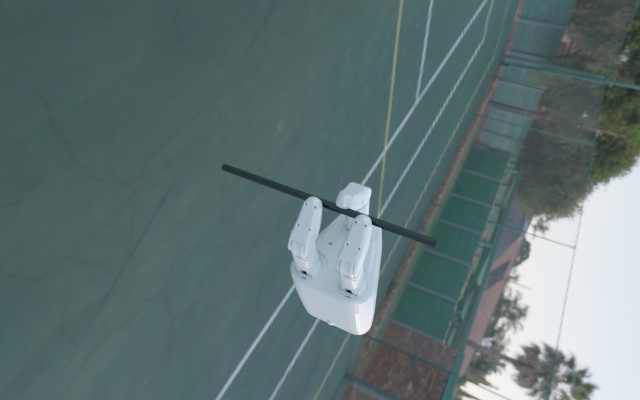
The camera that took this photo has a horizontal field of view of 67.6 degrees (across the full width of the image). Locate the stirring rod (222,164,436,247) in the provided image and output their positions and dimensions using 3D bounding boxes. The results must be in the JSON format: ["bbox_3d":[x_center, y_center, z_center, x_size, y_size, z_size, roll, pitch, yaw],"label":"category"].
[{"bbox_3d":[0.000,0.002,0.485,0.239,0.011,0.011,20,7,20],"label":"stirring rod"}]
